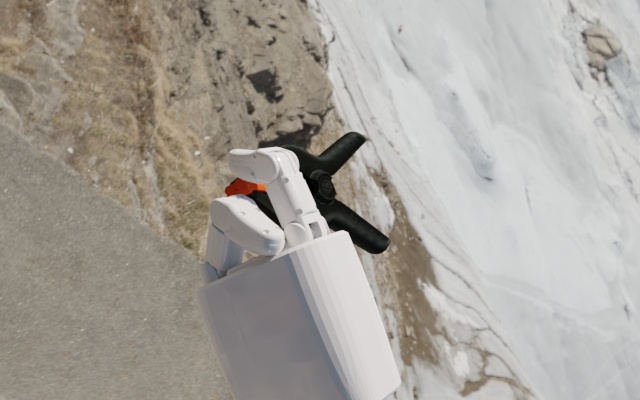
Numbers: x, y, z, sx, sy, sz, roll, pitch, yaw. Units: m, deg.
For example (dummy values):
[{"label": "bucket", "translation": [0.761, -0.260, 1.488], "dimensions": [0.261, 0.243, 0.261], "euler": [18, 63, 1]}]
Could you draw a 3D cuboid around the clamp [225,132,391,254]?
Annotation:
[{"label": "clamp", "translation": [0.000, 0.001, 0.410], "dimensions": [0.171, 0.120, 0.039], "euler": [-14, -12, -46]}]
